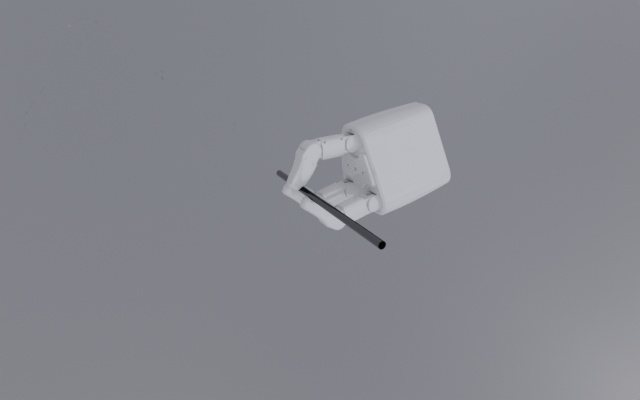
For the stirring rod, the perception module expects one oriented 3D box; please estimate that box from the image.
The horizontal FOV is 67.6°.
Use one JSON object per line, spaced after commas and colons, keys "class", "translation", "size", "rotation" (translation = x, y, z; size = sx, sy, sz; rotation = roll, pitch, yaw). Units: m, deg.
{"class": "stirring rod", "translation": [0.000, 0.002, 0.513], "size": [0.011, 0.011, 0.239], "rotation": [0, 18, -28]}
